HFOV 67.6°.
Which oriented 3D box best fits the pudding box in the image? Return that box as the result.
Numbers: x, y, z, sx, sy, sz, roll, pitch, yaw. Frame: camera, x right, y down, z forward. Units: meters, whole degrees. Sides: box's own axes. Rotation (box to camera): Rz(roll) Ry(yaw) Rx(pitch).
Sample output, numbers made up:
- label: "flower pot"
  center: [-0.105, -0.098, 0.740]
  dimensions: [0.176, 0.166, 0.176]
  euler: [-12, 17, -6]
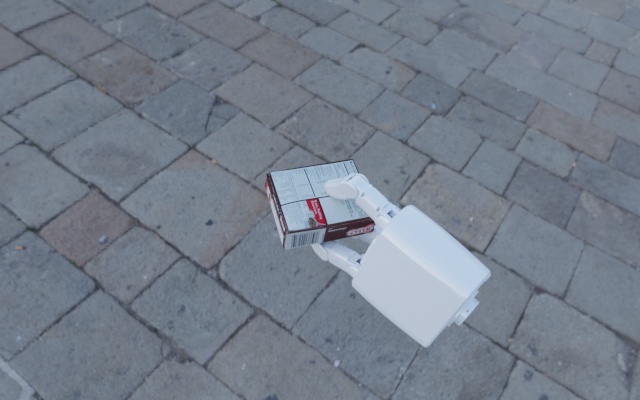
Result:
- label: "pudding box"
  center: [0.000, 0.002, 0.561]
  dimensions: [0.113, 0.090, 0.039]
  euler: [-9, -34, -18]
